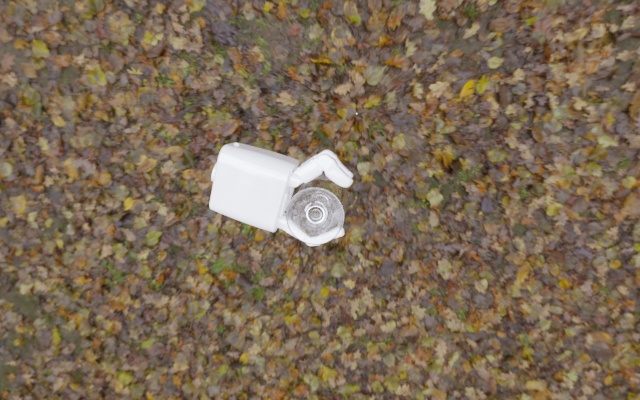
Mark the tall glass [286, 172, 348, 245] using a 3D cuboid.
[{"bbox_3d":[0.000,0.003,0.700,0.079,0.079,0.201,0,10,5],"label":"tall glass"}]
